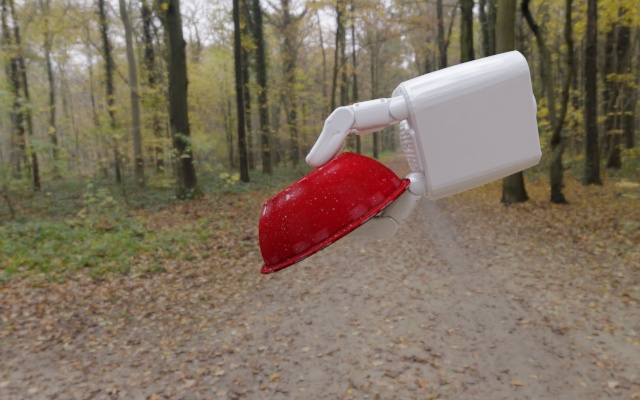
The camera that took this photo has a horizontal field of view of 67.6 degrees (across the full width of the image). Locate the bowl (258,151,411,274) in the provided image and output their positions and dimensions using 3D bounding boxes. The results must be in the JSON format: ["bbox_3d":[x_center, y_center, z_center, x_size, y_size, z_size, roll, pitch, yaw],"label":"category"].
[{"bbox_3d":[-0.001,0.002,0.442,0.162,0.055,0.162,-32,4,3],"label":"bowl"}]
